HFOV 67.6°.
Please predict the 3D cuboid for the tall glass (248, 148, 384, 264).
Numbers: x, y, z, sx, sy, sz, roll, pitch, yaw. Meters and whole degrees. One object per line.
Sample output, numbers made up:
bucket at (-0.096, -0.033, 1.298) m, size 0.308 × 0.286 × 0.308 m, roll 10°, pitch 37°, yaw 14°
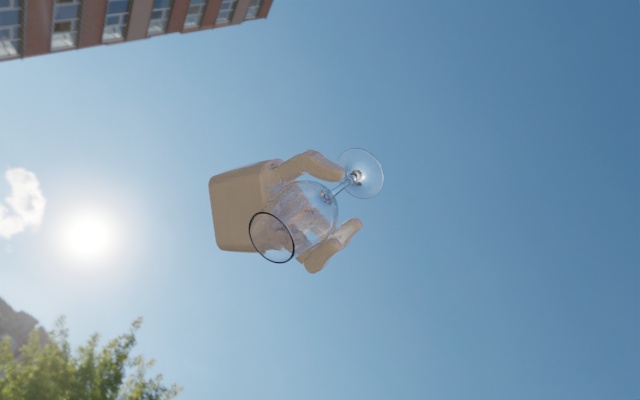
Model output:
tall glass at (0.001, 0.002, 0.581) m, size 0.079 × 0.079 × 0.201 m, roll 0°, pitch 23°, yaw 35°
